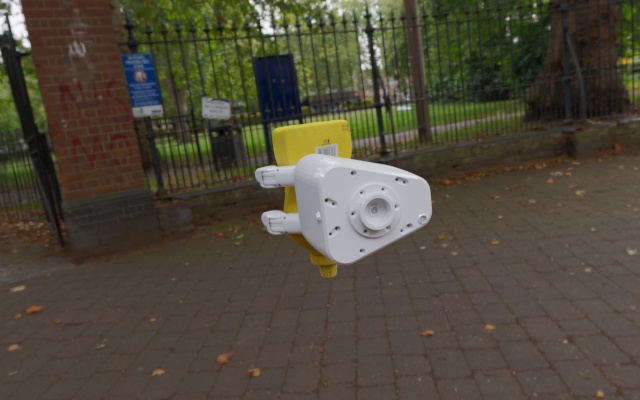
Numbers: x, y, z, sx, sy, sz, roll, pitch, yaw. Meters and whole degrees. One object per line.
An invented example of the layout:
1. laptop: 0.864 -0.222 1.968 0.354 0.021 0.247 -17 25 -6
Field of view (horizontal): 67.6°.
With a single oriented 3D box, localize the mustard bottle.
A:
1. mustard bottle: 0.000 0.002 0.583 0.096 0.191 0.058 -14 12 -35
